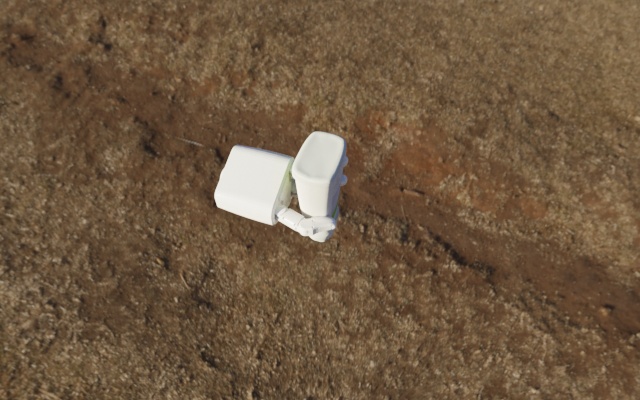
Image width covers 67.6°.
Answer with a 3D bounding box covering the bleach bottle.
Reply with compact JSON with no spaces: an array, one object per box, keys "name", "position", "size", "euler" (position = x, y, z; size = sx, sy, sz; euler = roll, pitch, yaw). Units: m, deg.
[{"name":"bleach bottle","position":[0.000,0.003,0.808],"size":[0.068,0.102,0.251],"euler":[17,-33,11]}]
